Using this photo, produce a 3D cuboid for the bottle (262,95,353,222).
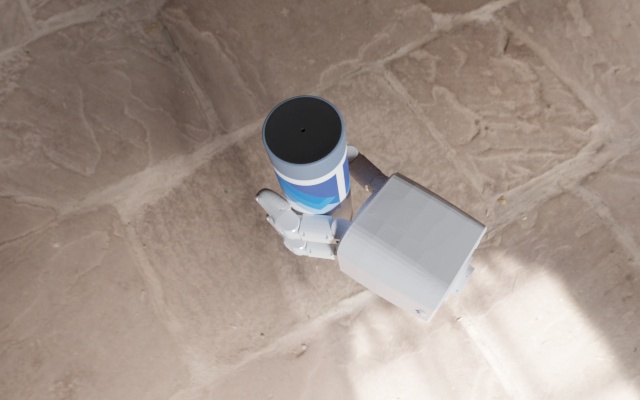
[{"bbox_3d":[0.000,0.002,0.512,0.069,0.069,0.296,0,-23,6],"label":"bottle"}]
